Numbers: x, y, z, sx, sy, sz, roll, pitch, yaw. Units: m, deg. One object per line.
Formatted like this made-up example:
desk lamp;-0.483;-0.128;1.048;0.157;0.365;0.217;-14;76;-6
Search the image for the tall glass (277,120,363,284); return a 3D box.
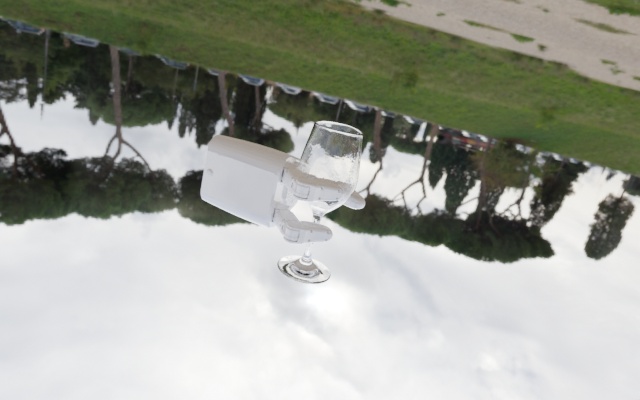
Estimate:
tall glass;0.000;0.003;0.615;0.079;0.201;0.079;13;19;-4
